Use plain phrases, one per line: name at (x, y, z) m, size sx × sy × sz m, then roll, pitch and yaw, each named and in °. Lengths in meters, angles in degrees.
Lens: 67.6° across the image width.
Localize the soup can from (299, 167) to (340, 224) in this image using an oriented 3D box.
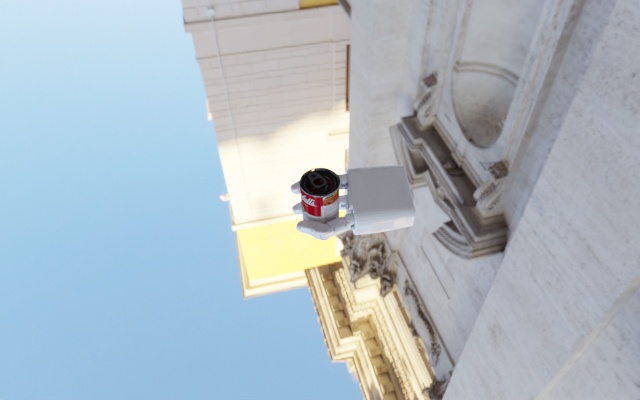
soup can at (0.000, 0.003, 0.823) m, size 0.068 × 0.068 × 0.102 m, roll 0°, pitch -43°, yaw 2°
